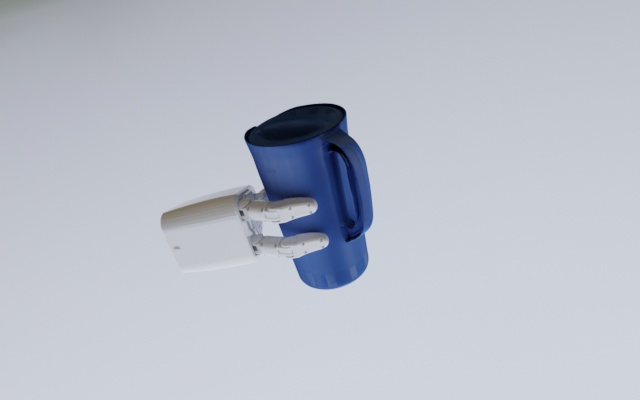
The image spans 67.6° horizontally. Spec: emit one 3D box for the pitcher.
[{"bbox_3d":[0.000,0.002,0.647,0.145,0.243,0.149,-11,29,7],"label":"pitcher"}]
